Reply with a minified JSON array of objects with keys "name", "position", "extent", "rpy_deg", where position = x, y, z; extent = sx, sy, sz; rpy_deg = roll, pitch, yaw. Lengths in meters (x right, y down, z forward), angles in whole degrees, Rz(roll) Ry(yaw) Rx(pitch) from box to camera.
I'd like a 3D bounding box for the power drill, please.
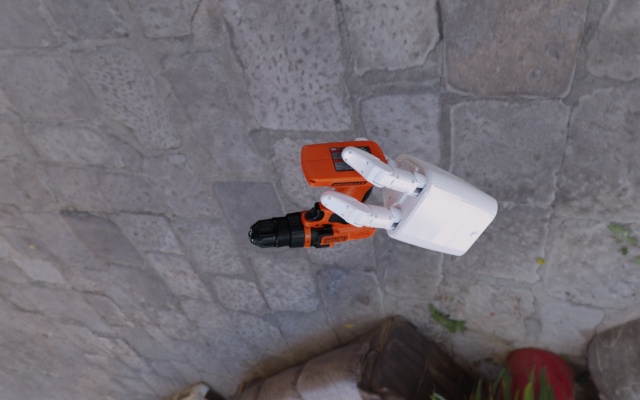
[{"name":"power drill","position":[0.000,0.002,0.625],"extent":[0.184,0.057,0.188],"rpy_deg":[-7,-30,-15]}]
